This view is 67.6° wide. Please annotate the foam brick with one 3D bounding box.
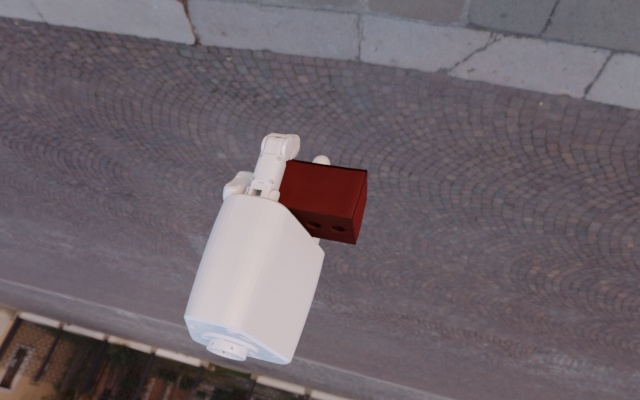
[{"bbox_3d":[0.000,0.001,0.431,0.078,0.051,0.053,9,-30,12],"label":"foam brick"}]
